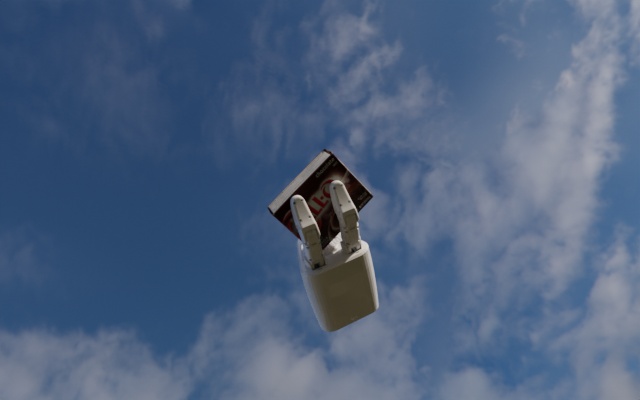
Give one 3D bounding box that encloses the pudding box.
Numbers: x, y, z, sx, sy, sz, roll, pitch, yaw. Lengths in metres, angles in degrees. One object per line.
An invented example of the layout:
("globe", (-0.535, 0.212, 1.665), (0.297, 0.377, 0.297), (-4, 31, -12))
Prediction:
("pudding box", (0.000, 0.002, 0.636), (0.090, 0.113, 0.039), (44, -3, -28))
